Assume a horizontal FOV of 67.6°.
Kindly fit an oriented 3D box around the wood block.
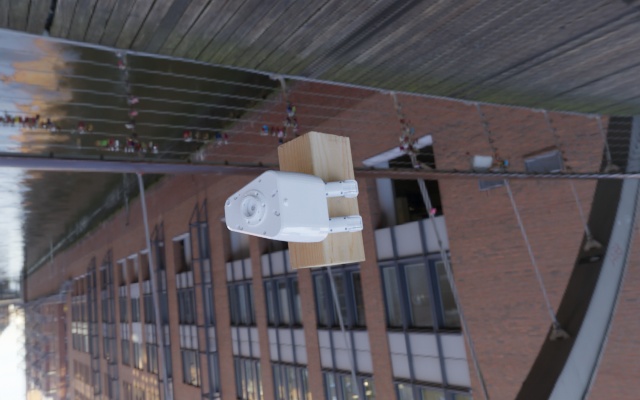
[{"bbox_3d":[0.000,0.003,0.784,0.090,0.206,0.091,2,-12,-42],"label":"wood block"}]
